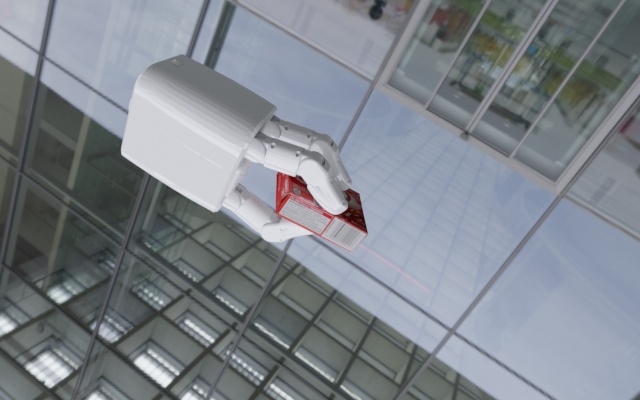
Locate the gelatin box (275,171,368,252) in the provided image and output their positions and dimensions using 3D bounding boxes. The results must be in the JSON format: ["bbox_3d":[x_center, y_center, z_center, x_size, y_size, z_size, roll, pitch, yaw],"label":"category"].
[{"bbox_3d":[0.000,0.002,0.463,0.089,0.030,0.073,28,26,-19],"label":"gelatin box"}]
